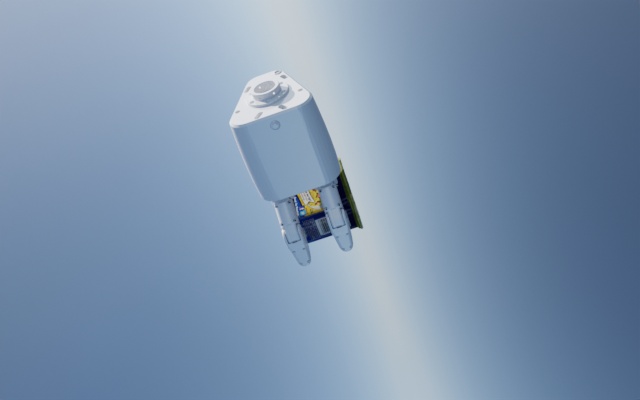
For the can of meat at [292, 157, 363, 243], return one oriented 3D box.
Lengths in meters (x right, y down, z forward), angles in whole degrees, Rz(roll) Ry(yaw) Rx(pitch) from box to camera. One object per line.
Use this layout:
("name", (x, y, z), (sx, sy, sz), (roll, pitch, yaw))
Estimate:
("can of meat", (0.000, 0.002, 0.610), (0.084, 0.057, 0.102), (-18, 43, 3))
